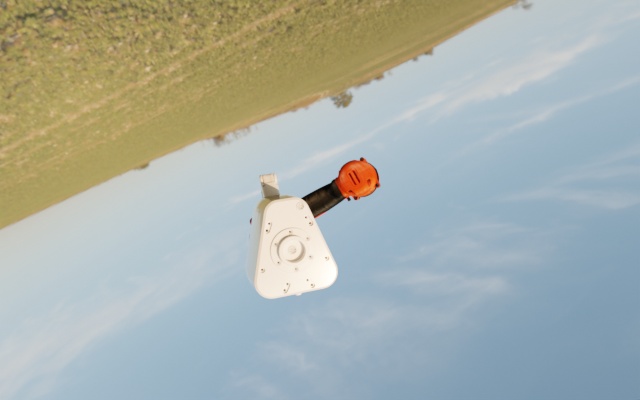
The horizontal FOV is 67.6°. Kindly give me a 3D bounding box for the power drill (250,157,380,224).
[{"bbox_3d":[0.000,0.003,0.696,0.187,0.057,0.184,-32,-6,9],"label":"power drill"}]
